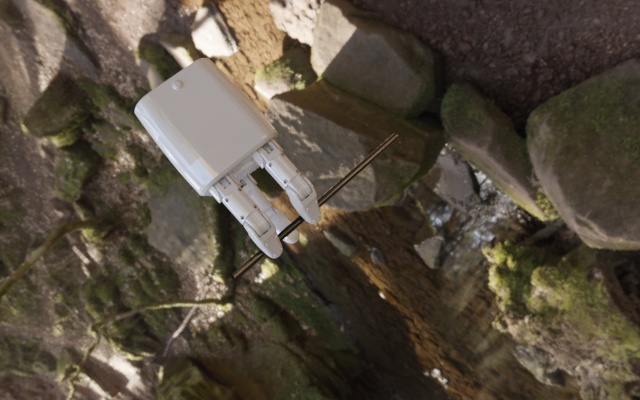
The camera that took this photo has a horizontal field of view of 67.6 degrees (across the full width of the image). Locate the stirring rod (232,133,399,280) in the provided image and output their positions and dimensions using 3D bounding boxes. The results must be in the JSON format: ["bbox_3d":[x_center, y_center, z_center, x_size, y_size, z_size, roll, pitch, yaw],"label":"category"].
[{"bbox_3d":[0.000,0.002,0.516,0.239,0.011,0.011,-41,13,-16],"label":"stirring rod"}]
